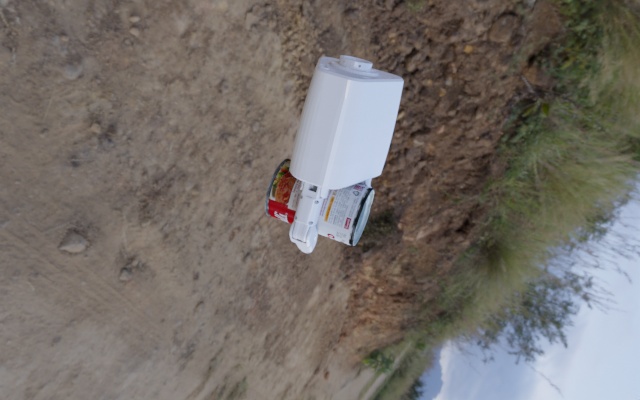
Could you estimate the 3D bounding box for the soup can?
[{"bbox_3d":[0.000,0.002,0.522,0.102,0.068,0.068,19,4,13],"label":"soup can"}]
